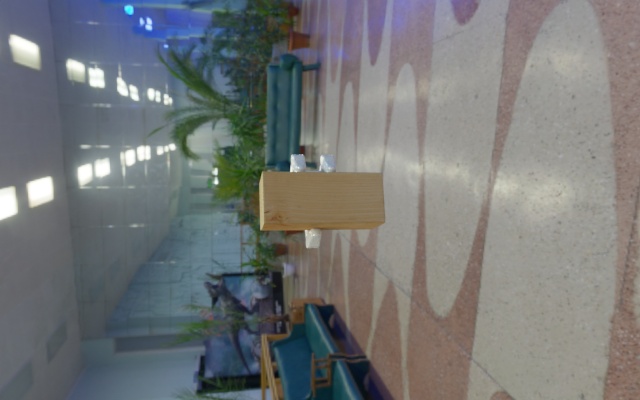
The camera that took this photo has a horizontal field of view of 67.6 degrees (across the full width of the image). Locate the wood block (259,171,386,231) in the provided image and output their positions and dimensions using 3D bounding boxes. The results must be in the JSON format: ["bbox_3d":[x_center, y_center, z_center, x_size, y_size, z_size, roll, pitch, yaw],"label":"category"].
[{"bbox_3d":[0.000,0.003,0.836,0.206,0.091,0.090,0,-11,-11],"label":"wood block"}]
